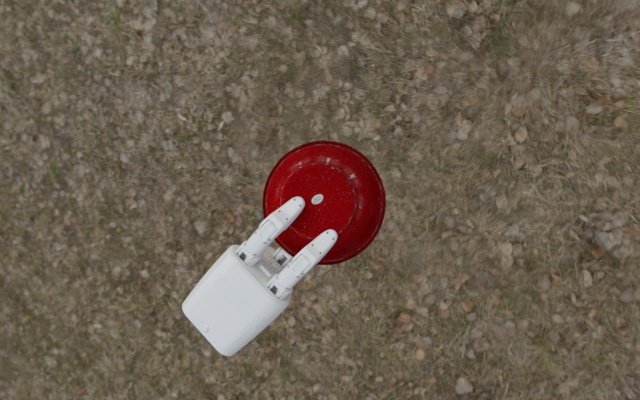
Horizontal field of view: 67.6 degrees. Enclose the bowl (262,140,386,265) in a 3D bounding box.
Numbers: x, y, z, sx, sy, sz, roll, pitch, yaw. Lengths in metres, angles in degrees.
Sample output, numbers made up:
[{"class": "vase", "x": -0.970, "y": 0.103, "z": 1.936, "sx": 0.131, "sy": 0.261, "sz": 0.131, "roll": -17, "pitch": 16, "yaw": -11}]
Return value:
[{"class": "bowl", "x": 0.001, "y": 0.001, "z": 0.592, "sx": 0.162, "sy": 0.162, "sz": 0.055, "roll": 0, "pitch": -2, "yaw": 8}]
